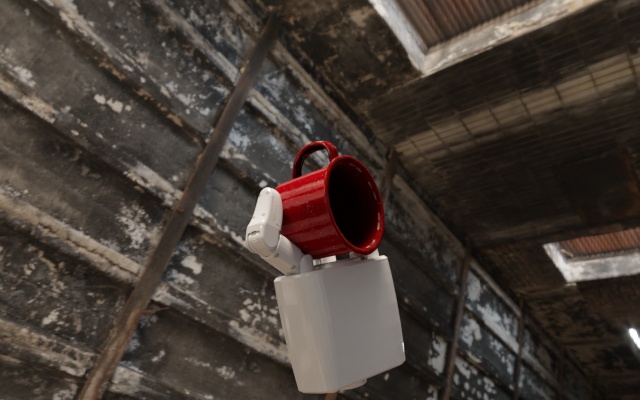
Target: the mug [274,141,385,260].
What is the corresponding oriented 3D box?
[{"bbox_3d":[0.000,0.000,0.458,0.081,0.117,0.093,-17,-10,36],"label":"mug"}]
